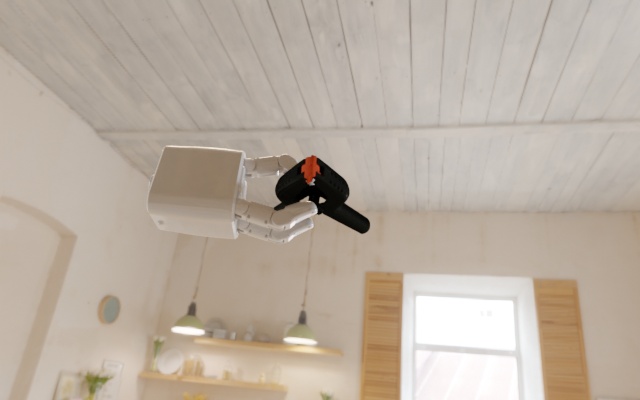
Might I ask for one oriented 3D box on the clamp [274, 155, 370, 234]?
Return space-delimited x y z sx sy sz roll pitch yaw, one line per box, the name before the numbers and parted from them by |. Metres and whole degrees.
clamp | 0.000 0.001 0.641 0.164 0.036 0.210 4 -23 -5
